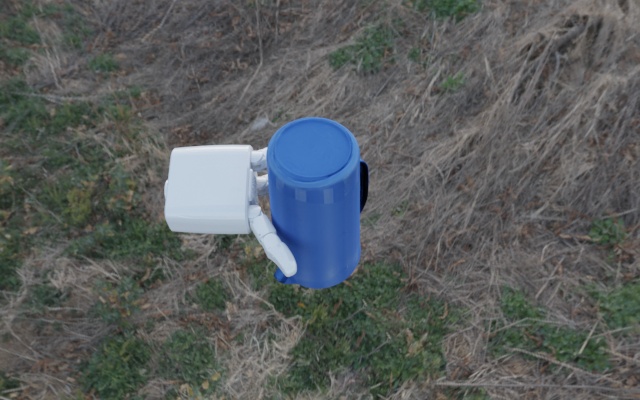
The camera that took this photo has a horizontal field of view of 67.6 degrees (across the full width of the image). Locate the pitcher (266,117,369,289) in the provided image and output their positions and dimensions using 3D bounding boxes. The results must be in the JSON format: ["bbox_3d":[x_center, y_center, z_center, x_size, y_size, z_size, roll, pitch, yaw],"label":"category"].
[{"bbox_3d":[0.000,0.002,0.642,0.145,0.149,0.243,-1,-35,0],"label":"pitcher"}]
